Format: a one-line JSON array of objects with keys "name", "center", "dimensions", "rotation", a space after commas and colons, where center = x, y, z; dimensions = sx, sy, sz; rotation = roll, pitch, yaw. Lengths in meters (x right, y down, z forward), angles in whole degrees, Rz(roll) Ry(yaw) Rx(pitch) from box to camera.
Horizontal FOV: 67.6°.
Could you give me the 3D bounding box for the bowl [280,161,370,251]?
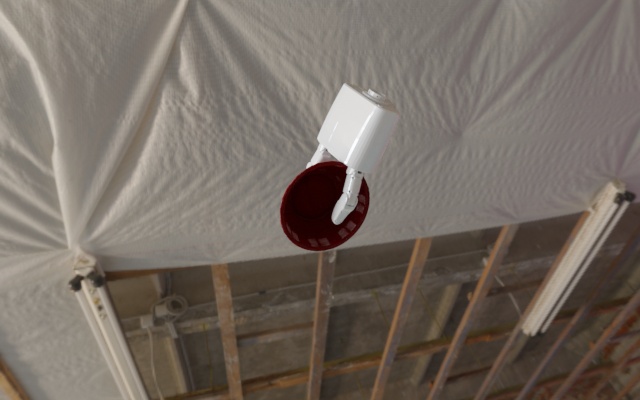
[{"name": "bowl", "center": [-0.001, 0.004, 0.809], "dimensions": [0.162, 0.162, 0.055], "rotation": [0, 21, -25]}]
